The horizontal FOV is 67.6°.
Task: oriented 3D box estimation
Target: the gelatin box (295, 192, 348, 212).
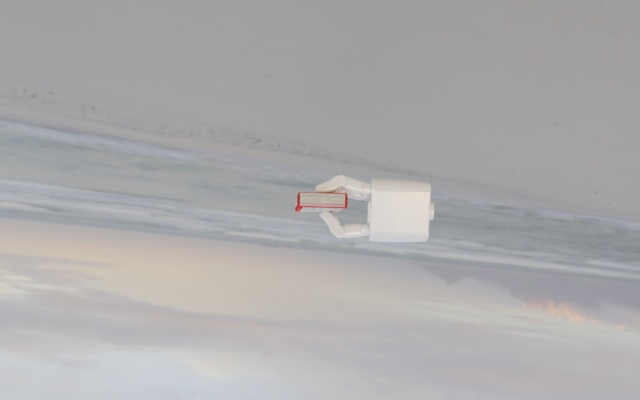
[{"bbox_3d":[0.000,0.003,0.872,0.089,0.030,0.073,1,-7,-7],"label":"gelatin box"}]
